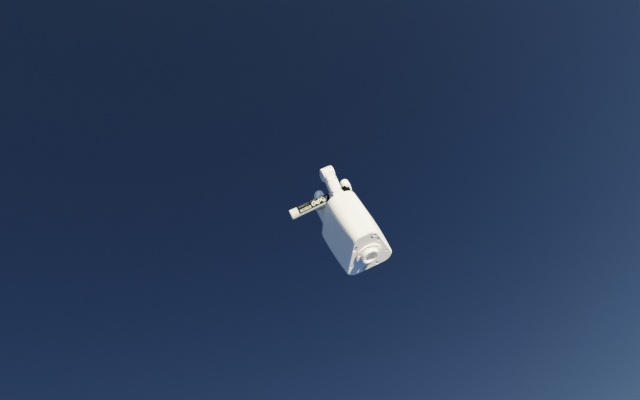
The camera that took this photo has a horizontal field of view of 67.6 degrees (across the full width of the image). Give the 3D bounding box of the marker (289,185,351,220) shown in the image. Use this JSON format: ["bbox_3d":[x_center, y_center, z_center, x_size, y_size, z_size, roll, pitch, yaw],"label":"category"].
[{"bbox_3d":[0.000,0.003,0.884,0.121,0.020,0.020,-24,4,-8],"label":"marker"}]
